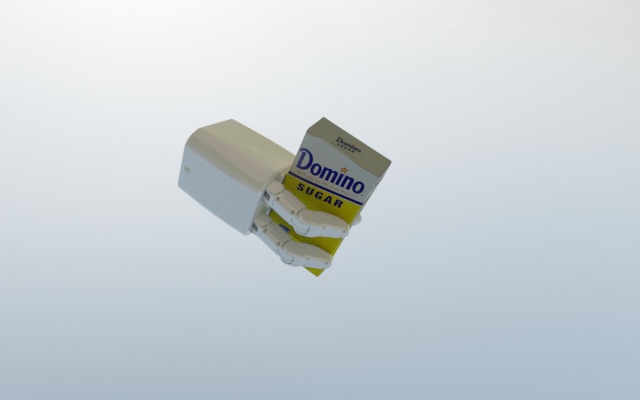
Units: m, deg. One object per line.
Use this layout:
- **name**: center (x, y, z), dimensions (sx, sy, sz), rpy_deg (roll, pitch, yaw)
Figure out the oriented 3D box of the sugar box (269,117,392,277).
- **sugar box**: center (0.000, 0.002, 0.552), dimensions (0.093, 0.176, 0.048), rpy_deg (34, 43, 9)
